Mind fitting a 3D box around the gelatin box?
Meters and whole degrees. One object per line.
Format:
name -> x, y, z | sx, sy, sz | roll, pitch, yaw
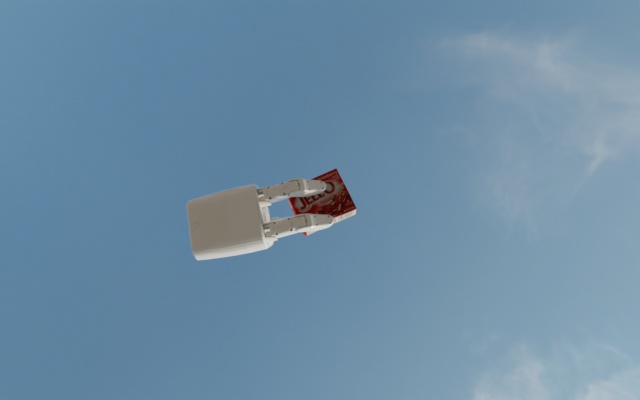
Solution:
gelatin box -> 0.000, 0.002, 0.726 | 0.089, 0.073, 0.030 | -23, -18, -8
